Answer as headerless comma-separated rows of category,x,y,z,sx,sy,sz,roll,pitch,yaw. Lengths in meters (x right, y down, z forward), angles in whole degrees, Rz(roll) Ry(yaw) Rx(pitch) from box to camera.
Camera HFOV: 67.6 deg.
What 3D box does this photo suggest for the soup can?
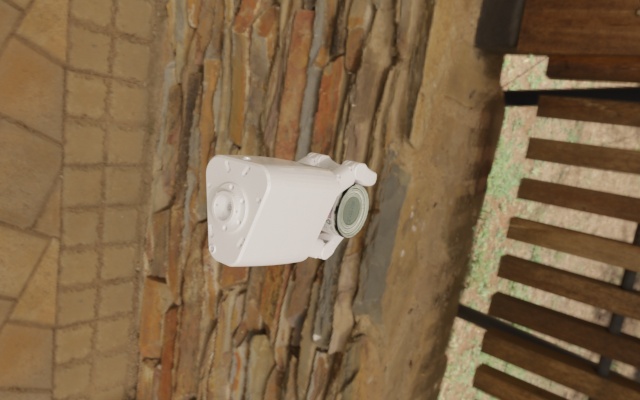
soup can,0.001,0.002,0.594,0.102,0.068,0.068,16,9,36
